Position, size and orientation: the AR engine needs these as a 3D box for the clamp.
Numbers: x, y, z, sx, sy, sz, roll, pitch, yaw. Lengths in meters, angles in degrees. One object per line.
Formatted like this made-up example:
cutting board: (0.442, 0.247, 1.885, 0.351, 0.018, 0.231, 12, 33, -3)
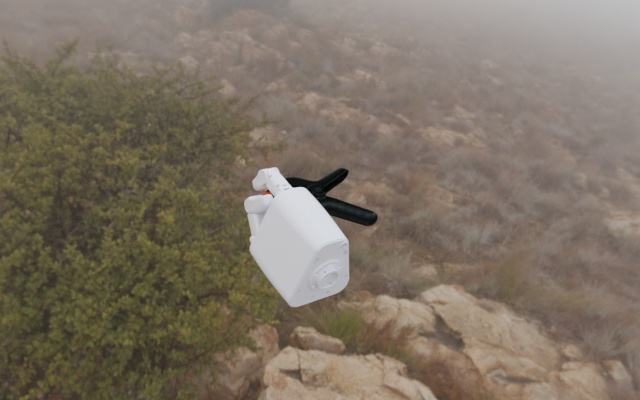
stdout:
clamp: (0.000, 0.002, 0.703, 0.171, 0.039, 0.120, -12, 43, -32)
